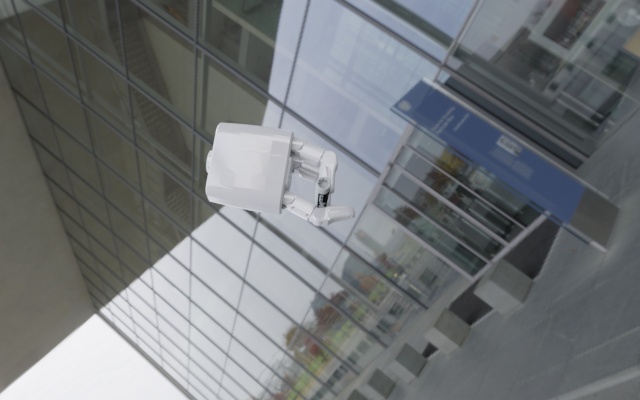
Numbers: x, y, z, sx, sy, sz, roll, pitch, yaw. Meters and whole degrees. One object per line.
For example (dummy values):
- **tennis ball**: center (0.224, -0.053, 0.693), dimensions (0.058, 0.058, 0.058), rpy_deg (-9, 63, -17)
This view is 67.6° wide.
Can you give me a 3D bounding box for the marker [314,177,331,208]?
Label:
- **marker**: center (0.000, 0.002, 0.657), dimensions (0.020, 0.020, 0.121), rpy_deg (0, -23, -4)
